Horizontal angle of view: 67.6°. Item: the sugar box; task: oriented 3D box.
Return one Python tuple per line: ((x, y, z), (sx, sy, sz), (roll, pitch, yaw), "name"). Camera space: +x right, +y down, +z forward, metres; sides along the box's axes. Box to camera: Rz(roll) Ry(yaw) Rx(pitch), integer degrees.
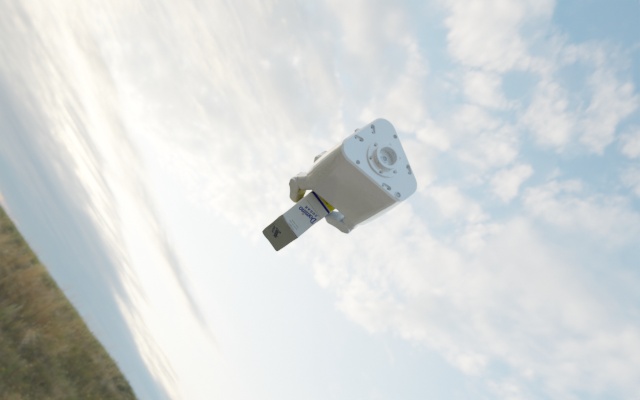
((0.000, 0.002, 0.716), (0.176, 0.048, 0.093), (-35, -1, -30), "sugar box")
